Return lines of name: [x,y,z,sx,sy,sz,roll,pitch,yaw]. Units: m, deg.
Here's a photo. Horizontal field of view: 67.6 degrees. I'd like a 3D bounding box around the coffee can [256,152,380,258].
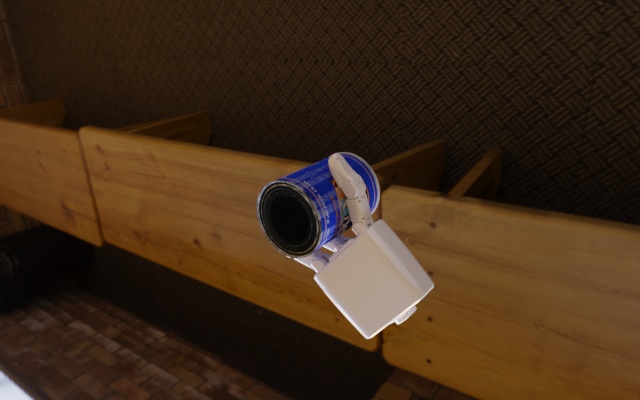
coffee can: [0.000,0.002,0.633,0.103,0.103,0.140,0,18,38]
